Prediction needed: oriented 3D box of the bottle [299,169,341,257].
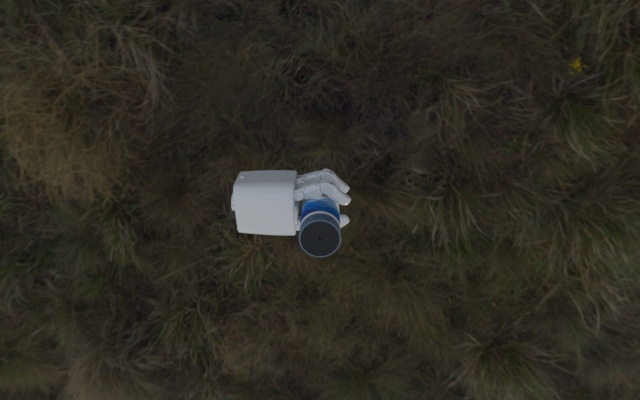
[{"bbox_3d":[0.000,0.003,0.881,0.069,0.069,0.295,0,23,0],"label":"bottle"}]
